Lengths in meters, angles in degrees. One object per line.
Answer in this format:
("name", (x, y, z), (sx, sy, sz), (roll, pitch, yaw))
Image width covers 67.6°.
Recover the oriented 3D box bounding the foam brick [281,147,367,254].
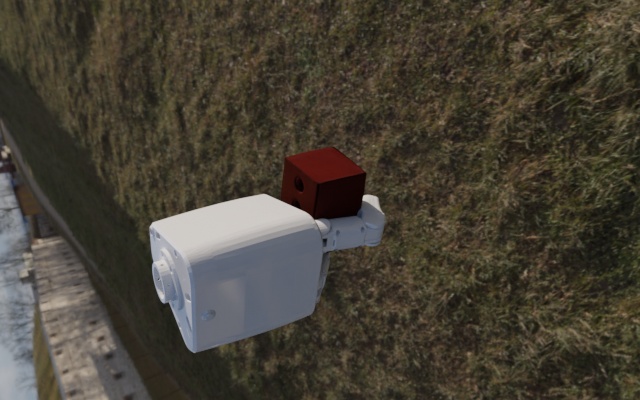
("foam brick", (0.000, 0.001, 0.418), (0.051, 0.078, 0.053), (-13, 36, -31))
